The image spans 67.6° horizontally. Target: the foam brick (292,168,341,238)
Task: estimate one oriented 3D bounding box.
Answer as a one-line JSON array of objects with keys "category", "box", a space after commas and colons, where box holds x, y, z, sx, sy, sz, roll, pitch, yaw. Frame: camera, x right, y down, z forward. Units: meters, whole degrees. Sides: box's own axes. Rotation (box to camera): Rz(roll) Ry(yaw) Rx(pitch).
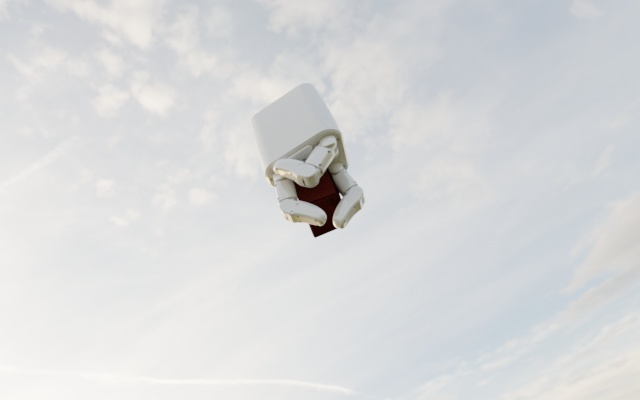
[{"category": "foam brick", "box": [0.000, 0.002, 0.637, 0.053, 0.051, 0.078, -22, -36, -2]}]
